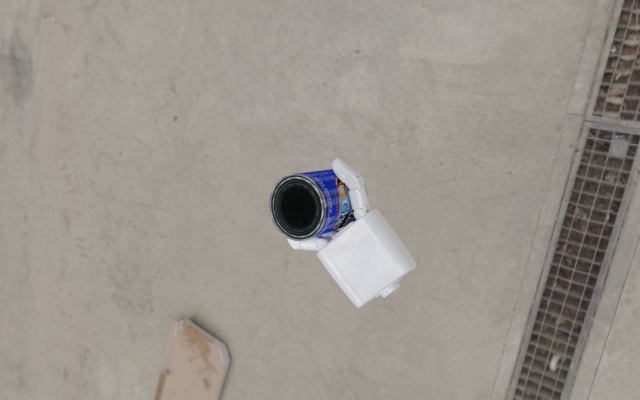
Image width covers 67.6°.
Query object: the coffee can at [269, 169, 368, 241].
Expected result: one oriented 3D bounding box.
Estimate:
[{"bbox_3d":[0.000,0.002,0.765,0.103,0.103,0.140,0,7,32],"label":"coffee can"}]
